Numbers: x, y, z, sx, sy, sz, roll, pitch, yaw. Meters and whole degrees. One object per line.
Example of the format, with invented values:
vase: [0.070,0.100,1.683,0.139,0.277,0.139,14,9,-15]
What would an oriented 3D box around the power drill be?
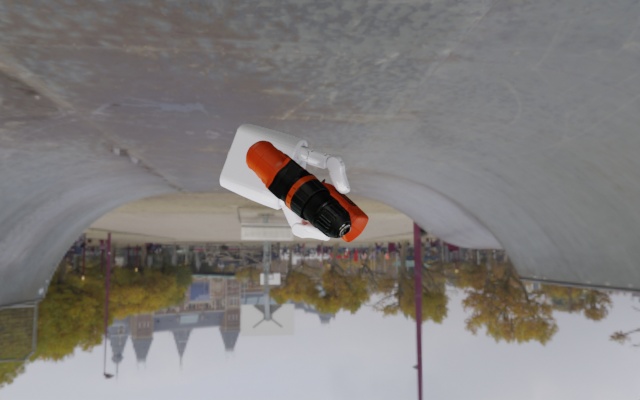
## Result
power drill: [0.000,0.002,0.662,0.184,0.057,0.188,43,4,30]
